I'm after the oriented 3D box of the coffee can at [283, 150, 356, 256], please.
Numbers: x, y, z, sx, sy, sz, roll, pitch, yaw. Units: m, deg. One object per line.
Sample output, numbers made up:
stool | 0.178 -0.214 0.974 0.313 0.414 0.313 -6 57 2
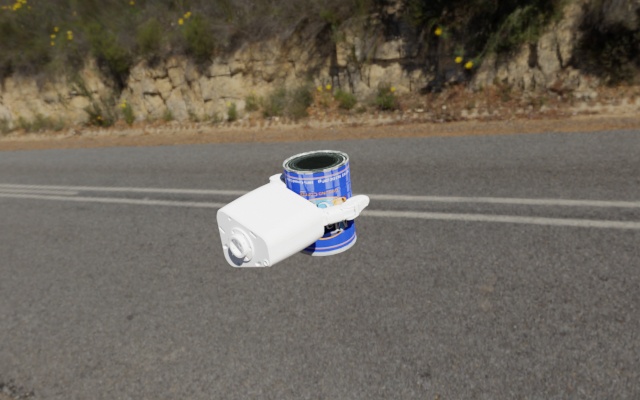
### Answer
coffee can | 0.000 0.003 0.758 0.103 0.140 0.102 -6 22 2
